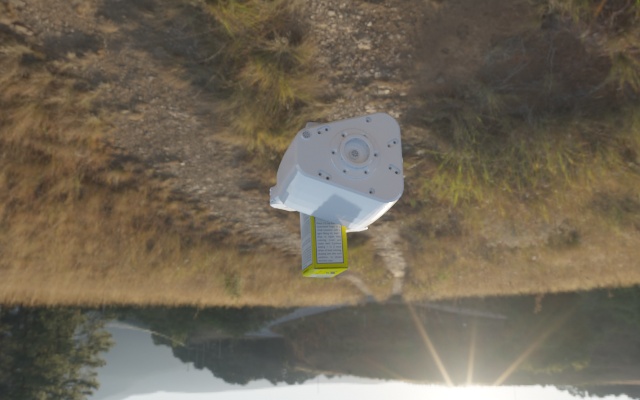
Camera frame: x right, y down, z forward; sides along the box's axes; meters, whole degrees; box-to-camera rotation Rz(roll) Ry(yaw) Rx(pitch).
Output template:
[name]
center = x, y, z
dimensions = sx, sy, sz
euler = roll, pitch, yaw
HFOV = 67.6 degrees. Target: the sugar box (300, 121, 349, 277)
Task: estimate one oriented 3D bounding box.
[sugar box]
center = 0.001, 0.002, 0.585
dimensions = 0.048, 0.176, 0.093
euler = 2, -15, -11
